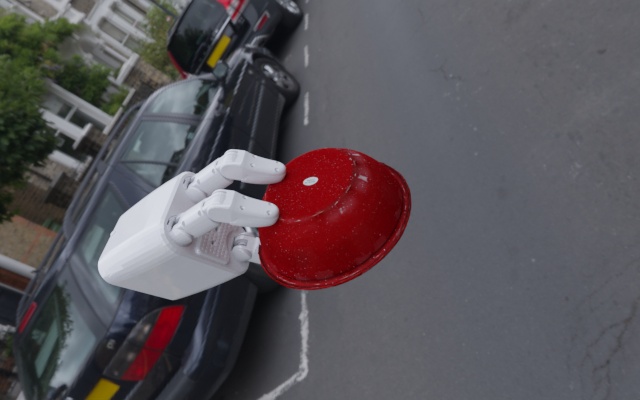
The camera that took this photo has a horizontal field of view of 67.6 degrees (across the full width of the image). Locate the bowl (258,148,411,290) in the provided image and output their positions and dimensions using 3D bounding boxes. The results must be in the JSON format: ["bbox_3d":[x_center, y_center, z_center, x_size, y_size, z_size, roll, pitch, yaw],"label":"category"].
[{"bbox_3d":[0.001,0.001,0.448,0.162,0.162,0.055,0,-41,33],"label":"bowl"}]
